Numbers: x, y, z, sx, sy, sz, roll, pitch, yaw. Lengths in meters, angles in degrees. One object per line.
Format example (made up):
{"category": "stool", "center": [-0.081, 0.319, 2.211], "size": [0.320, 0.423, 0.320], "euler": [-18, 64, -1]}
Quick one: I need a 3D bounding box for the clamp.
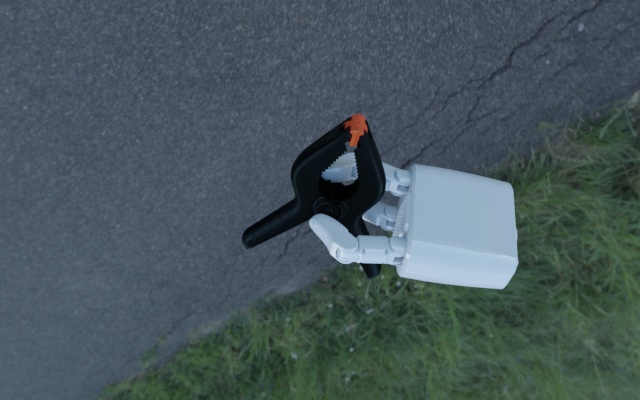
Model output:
{"category": "clamp", "center": [0.000, 0.002, 0.495], "size": [0.164, 0.210, 0.036], "euler": [9, 44, -1]}
